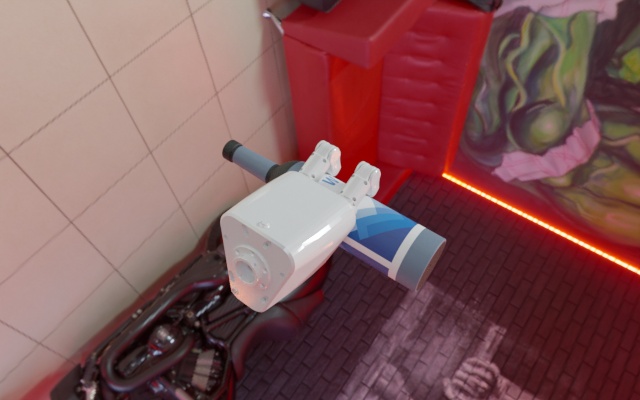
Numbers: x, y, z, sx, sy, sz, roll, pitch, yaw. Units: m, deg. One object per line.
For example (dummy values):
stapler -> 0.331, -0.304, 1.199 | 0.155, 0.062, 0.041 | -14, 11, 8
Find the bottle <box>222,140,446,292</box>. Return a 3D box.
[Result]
bottle -> 0.000, 0.002, 0.566 | 0.295, 0.069, 0.069 | 30, 12, 21
